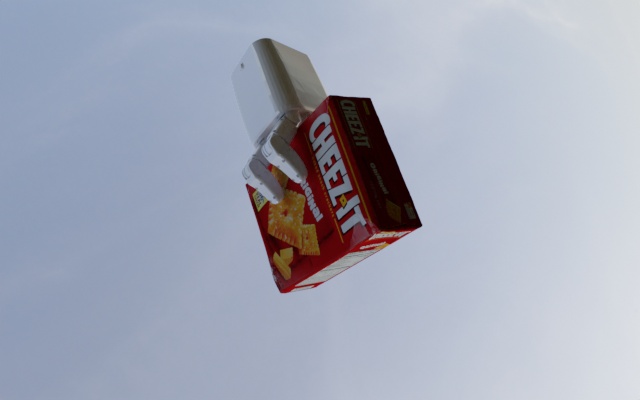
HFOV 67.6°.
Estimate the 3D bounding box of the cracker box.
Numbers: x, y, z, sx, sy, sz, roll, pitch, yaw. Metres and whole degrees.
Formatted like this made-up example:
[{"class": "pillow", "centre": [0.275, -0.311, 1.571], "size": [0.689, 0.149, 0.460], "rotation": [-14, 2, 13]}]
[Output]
[{"class": "cracker box", "centre": [0.000, 0.002, 0.577], "size": [0.072, 0.164, 0.214], "rotation": [-5, -23, -38]}]
